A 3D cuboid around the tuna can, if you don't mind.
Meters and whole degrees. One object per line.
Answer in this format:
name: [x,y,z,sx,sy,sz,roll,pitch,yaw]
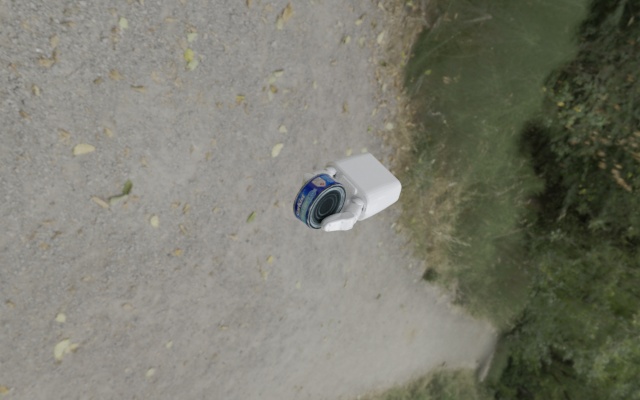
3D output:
tuna can: [0.000,0.003,0.747,0.033,0.086,0.086,37,22,32]
